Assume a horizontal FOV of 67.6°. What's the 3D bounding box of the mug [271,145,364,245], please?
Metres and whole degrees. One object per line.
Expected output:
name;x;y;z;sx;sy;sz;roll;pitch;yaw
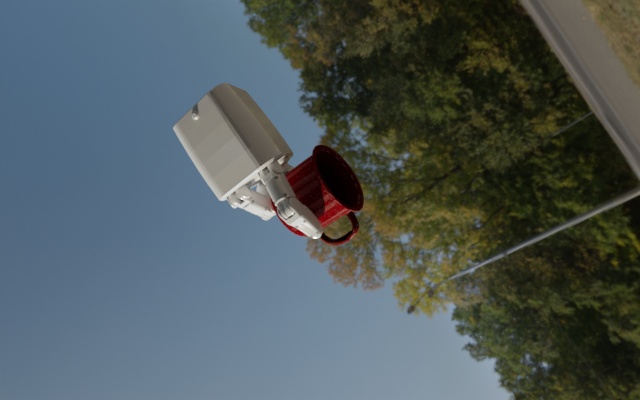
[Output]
mug;0.001;0.003;0.588;0.081;0.117;0.093;-34;1;27
